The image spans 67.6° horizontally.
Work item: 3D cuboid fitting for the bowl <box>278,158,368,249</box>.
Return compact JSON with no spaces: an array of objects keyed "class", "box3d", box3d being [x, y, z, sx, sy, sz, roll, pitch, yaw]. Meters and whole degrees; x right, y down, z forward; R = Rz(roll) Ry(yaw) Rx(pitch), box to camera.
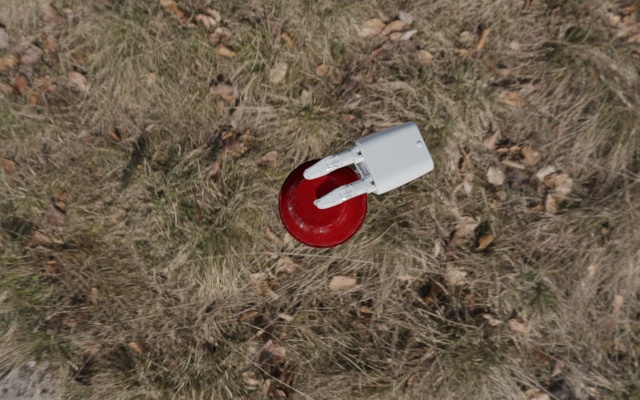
[{"class":"bowl","box3d":[-0.001,0.003,0.827,0.162,0.162,0.055,0,-4,7]}]
